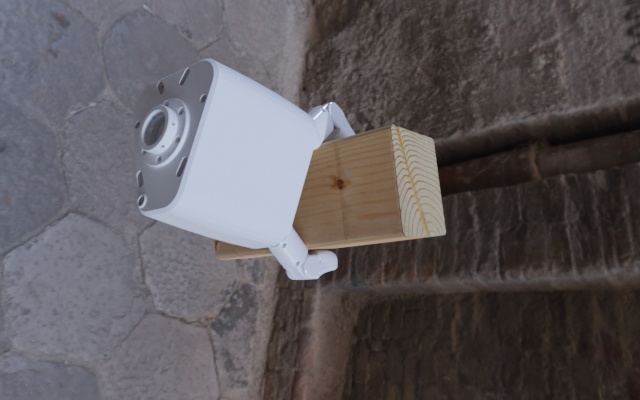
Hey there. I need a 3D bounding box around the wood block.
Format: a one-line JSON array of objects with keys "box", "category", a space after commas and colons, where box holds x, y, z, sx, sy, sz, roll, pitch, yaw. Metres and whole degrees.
[{"box": [0.000, 0.002, 0.456, 0.206, 0.091, 0.090, -10, -8, 35], "category": "wood block"}]
